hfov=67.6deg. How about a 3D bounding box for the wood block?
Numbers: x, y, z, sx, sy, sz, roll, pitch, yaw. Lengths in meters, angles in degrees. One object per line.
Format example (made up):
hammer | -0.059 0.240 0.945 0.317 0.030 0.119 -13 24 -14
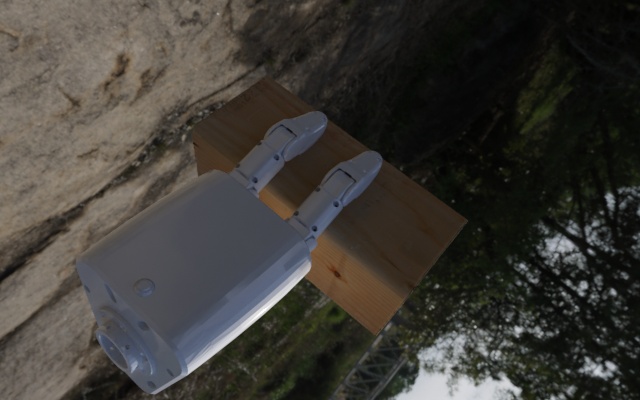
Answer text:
wood block | 0.000 0.002 0.401 0.206 0.090 0.091 38 -30 14
